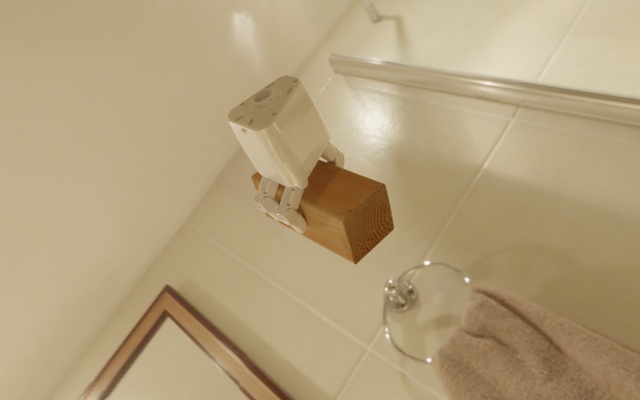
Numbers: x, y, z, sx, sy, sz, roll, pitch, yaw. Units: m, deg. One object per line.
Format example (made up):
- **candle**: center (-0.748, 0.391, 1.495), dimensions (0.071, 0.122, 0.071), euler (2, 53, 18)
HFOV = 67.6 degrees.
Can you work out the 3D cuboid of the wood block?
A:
- **wood block**: center (0.000, 0.002, 0.731), dimensions (0.090, 0.090, 0.206), euler (-39, 42, -26)
